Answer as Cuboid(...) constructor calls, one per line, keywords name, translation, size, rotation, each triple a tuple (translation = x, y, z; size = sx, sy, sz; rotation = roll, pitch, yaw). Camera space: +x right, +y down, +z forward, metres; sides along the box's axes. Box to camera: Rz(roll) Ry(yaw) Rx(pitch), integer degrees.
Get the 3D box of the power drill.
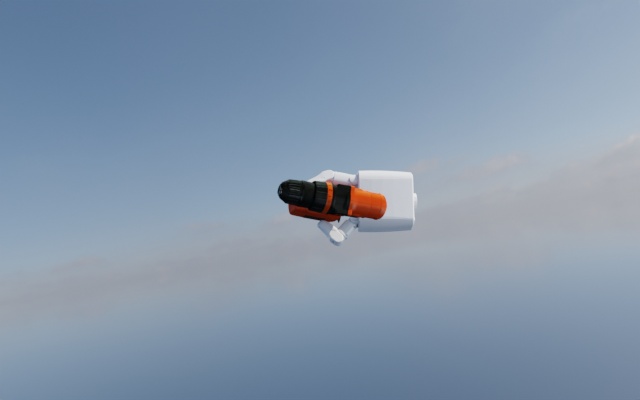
Cuboid(name="power drill", translation=(0.000, 0.003, 0.840), size=(0.184, 0.057, 0.187), rotation=(11, -5, -16))
